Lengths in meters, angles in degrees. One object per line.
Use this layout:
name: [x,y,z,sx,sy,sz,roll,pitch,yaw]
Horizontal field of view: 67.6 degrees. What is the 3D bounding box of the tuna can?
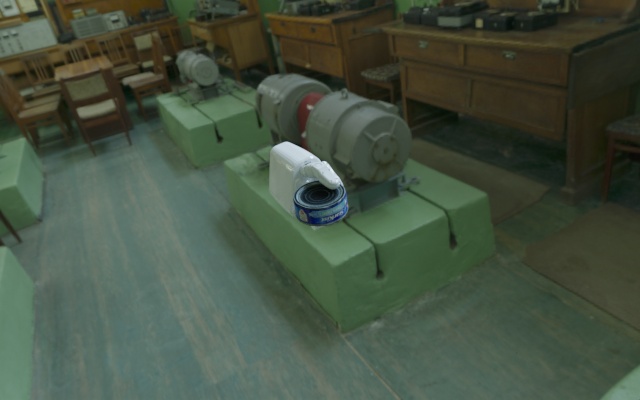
tuna can: [0.000,0.002,0.759,0.086,0.034,0.086,-6,33,4]
